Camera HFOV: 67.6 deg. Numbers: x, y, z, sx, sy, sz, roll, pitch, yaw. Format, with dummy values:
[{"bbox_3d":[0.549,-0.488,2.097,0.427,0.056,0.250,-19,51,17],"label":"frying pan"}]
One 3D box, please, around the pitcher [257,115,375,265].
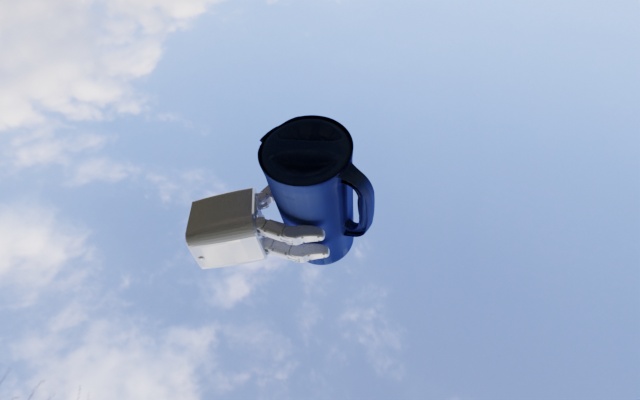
[{"bbox_3d":[0.000,0.002,0.738,0.145,0.149,0.243,-12,-38,-1],"label":"pitcher"}]
